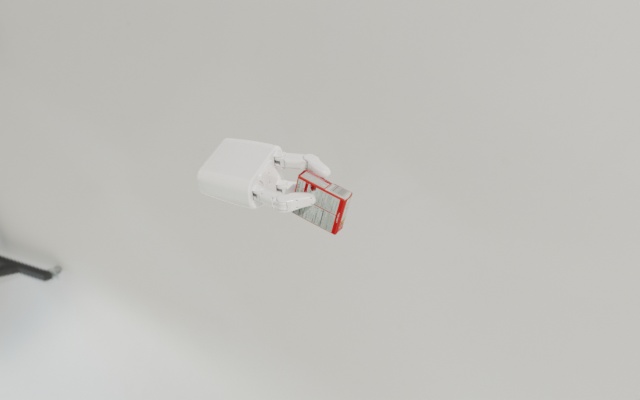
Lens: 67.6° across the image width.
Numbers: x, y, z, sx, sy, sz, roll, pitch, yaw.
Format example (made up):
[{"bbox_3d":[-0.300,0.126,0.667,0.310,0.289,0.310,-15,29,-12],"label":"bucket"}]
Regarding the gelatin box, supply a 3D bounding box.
[{"bbox_3d":[0.000,0.003,0.757,0.089,0.073,0.030,28,39,18],"label":"gelatin box"}]
